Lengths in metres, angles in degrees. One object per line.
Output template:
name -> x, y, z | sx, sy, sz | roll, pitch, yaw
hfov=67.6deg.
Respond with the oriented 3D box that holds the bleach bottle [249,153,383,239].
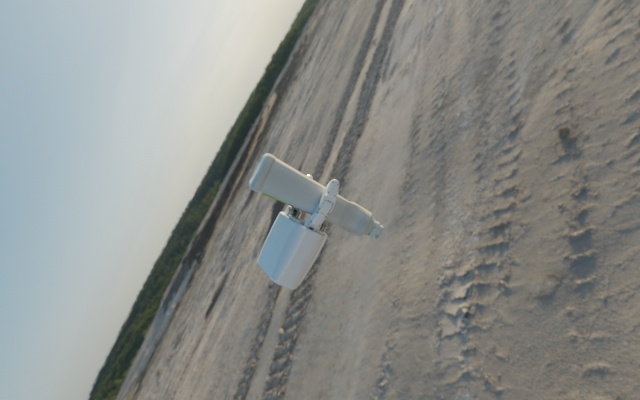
bleach bottle -> 0.000, 0.003, 0.842 | 0.251, 0.068, 0.102 | 27, 0, -12
